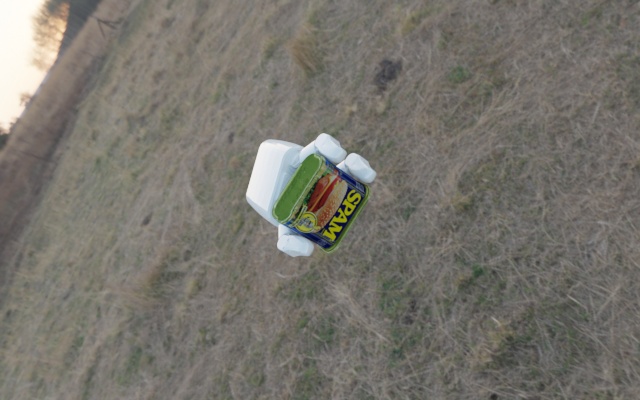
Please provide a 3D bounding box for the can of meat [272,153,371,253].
[{"bbox_3d":[0.000,0.002,0.602,0.084,0.102,0.057,33,0,-30],"label":"can of meat"}]
